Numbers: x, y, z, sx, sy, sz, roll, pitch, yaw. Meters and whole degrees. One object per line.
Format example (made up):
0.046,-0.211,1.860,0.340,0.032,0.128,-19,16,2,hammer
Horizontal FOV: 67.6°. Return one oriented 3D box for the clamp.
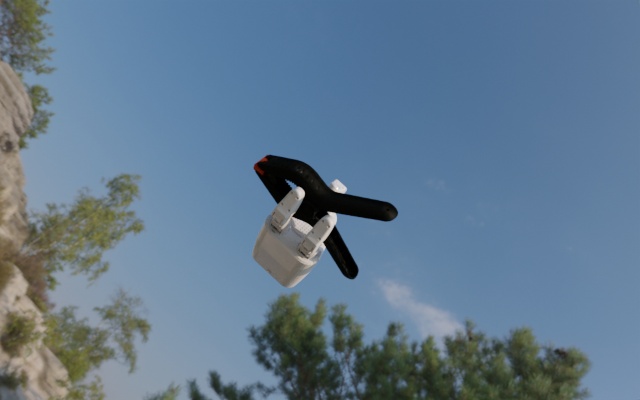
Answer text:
0.000,0.001,0.643,0.036,0.210,0.165,-43,-8,-39,clamp
